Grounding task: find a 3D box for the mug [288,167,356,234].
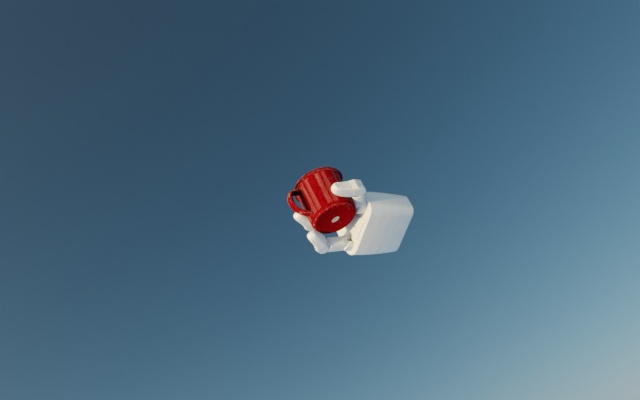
[{"bbox_3d":[-0.001,0.003,0.818,0.117,0.081,0.093,1,-45,-31],"label":"mug"}]
